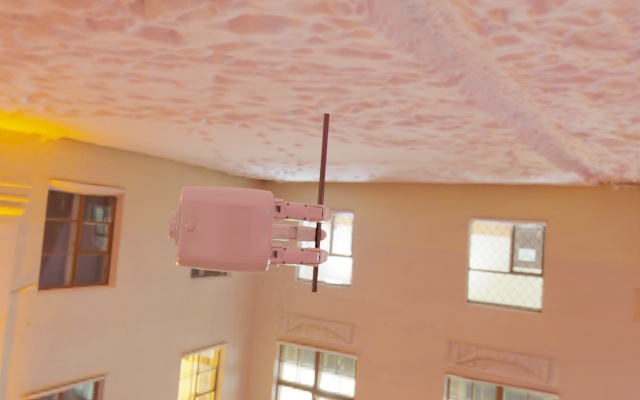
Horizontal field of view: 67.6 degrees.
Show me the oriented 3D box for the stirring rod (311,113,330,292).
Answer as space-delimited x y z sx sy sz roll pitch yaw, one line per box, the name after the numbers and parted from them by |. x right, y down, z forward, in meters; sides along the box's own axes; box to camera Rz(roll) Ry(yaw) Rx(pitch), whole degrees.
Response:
0.000 0.002 0.642 0.011 0.239 0.011 4 -3 0 | stirring rod
